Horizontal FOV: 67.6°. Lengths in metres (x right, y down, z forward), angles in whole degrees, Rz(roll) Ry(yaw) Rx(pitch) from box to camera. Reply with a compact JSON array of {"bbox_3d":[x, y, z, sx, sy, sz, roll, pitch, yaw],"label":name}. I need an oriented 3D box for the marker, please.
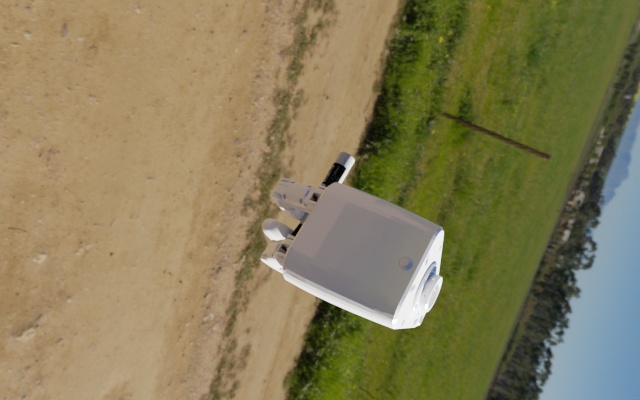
[{"bbox_3d":[0.000,0.002,0.504,0.020,0.121,0.020,28,-17,9],"label":"marker"}]
